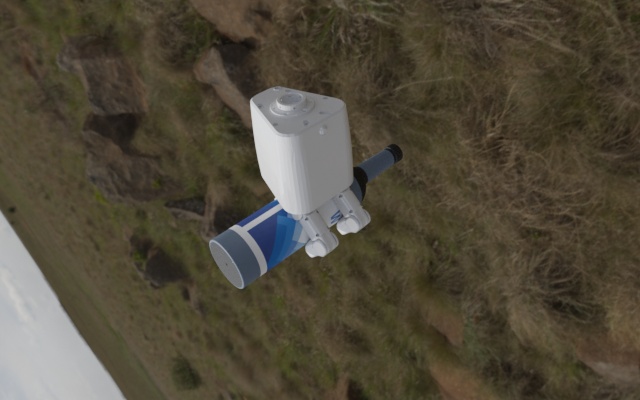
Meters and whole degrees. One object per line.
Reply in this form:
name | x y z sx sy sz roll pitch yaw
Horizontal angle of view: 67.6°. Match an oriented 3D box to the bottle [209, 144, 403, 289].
bottle | 0.000 0.002 0.614 0.295 0.069 0.069 -34 17 -28
